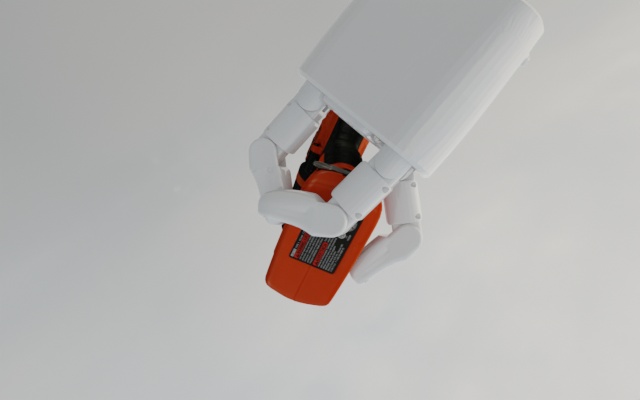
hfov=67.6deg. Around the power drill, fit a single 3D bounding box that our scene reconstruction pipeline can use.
[{"bbox_3d":[0.000,0.001,0.412,0.057,0.184,0.187,20,27,-7],"label":"power drill"}]
